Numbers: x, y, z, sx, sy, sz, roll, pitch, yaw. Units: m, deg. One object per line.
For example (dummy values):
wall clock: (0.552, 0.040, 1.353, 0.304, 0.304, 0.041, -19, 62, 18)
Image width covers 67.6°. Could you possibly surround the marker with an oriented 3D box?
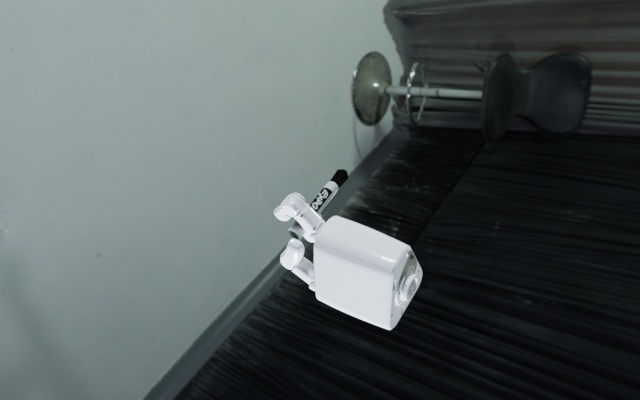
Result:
marker: (0.000, 0.002, 0.618, 0.020, 0.020, 0.121, 0, 43, 49)
